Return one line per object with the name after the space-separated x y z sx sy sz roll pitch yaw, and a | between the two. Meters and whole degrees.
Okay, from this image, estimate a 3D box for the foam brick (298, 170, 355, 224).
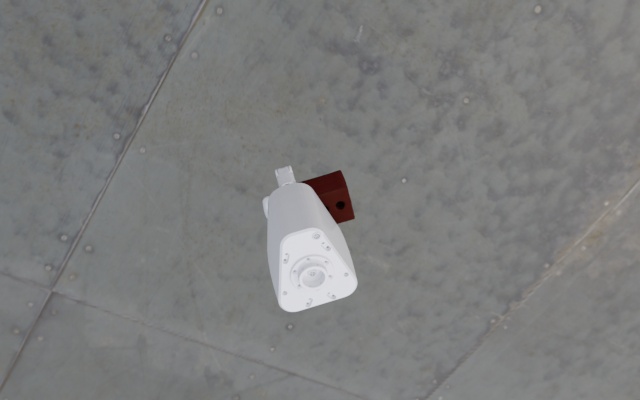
0.000 0.002 0.632 0.078 0.053 0.051 -17 29 -3 | foam brick
